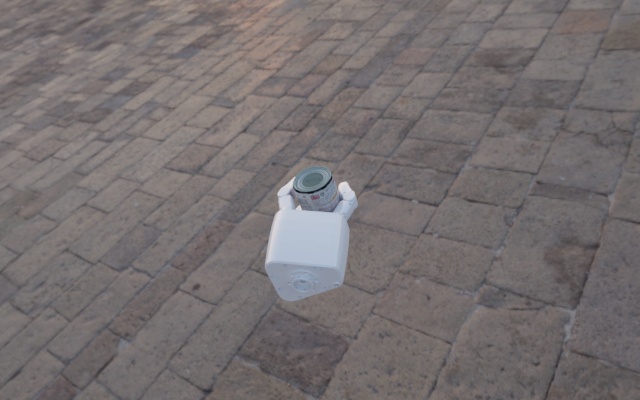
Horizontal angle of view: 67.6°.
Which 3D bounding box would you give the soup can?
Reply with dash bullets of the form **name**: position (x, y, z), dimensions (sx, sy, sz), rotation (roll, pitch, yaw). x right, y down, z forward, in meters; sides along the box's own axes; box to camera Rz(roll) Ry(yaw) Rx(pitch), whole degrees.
- **soup can**: position (0.000, 0.002, 0.788), dimensions (0.068, 0.102, 0.068), rotation (-12, 39, 10)
